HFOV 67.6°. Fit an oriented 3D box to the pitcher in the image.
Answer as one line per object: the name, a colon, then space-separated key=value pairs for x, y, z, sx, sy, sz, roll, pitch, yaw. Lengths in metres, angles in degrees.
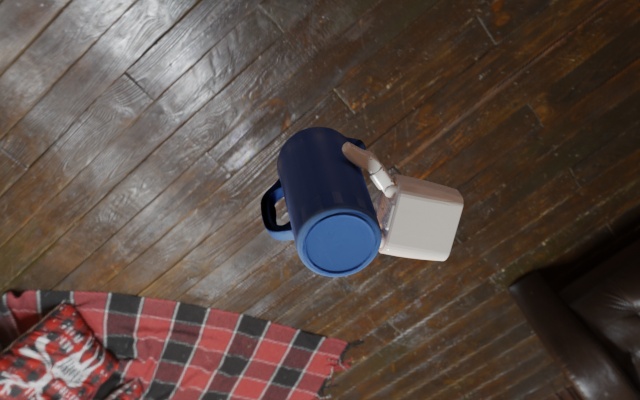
pitcher: x=0.000 y=0.002 z=0.687 sx=0.145 sy=0.149 sz=0.242 roll=12 pitch=26 yaw=-14
